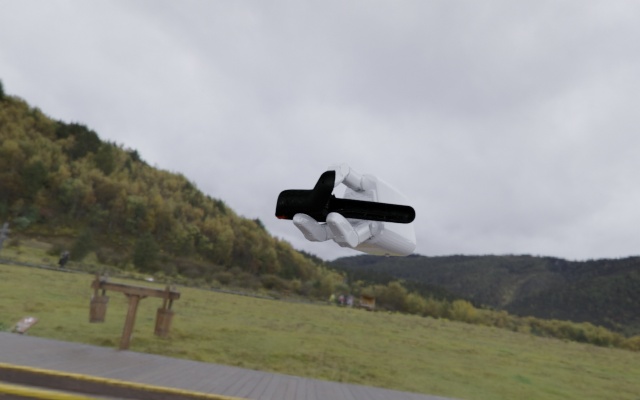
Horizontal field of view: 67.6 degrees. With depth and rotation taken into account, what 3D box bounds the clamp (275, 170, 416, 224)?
[{"bbox_3d":[0.000,0.001,0.650,0.210,0.036,0.164,-4,-21,41],"label":"clamp"}]
